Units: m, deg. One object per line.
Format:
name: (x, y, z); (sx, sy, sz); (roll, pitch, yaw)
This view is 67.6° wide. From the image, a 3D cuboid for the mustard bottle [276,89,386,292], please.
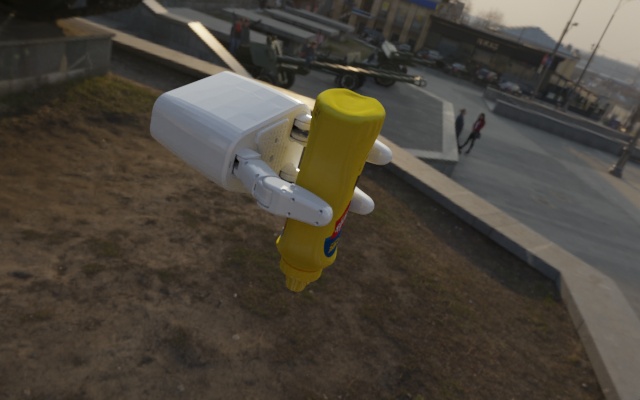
mustard bottle: (0.000, 0.001, 0.429); (0.058, 0.192, 0.096); (20, 25, 4)
